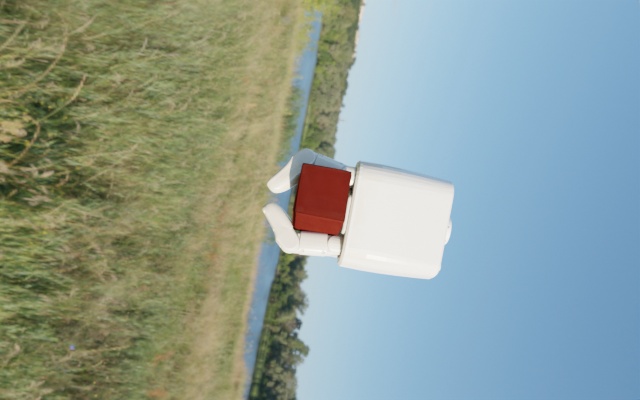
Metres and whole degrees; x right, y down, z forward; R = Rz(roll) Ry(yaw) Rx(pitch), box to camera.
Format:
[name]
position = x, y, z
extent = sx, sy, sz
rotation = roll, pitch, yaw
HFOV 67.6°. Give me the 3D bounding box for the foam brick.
[foam brick]
position = 0.000, 0.002, 0.495
extent = 0.051, 0.053, 0.078
rotation = 11, -16, -1
